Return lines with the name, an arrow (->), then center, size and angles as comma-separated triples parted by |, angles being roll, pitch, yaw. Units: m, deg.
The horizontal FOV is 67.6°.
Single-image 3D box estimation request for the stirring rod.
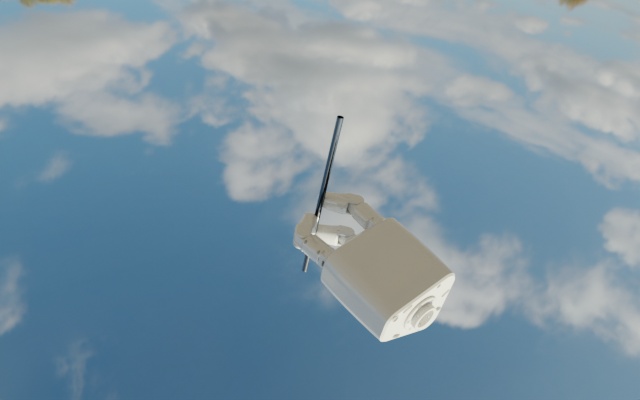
stirring rod -> 0.000, 0.002, 0.609 | 0.011, 0.240, 0.011 | 9, 35, -6
